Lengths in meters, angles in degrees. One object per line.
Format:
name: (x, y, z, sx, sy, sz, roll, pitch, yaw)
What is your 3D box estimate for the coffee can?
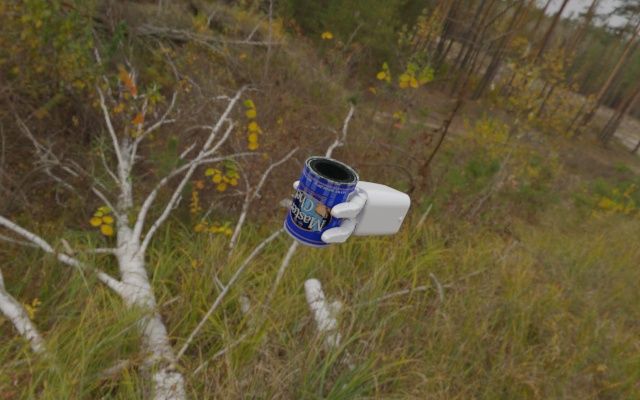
coffee can: (0.000, 0.003, 0.892, 0.103, 0.140, 0.102, 16, 27, -8)
